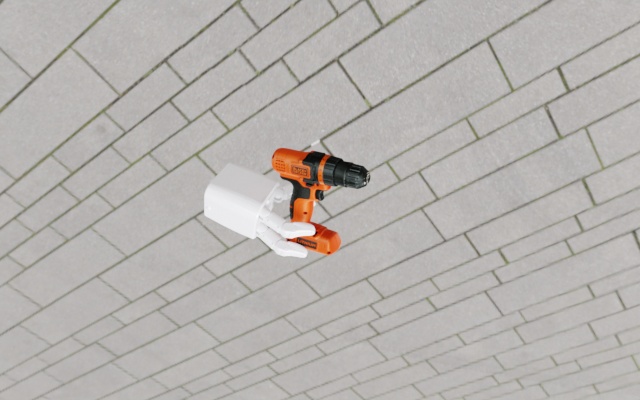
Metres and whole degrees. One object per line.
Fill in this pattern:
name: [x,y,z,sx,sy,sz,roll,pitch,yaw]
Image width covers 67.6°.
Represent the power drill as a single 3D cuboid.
power drill: [0.000,0.003,0.857,0.184,0.188,0.057,15,32,26]
